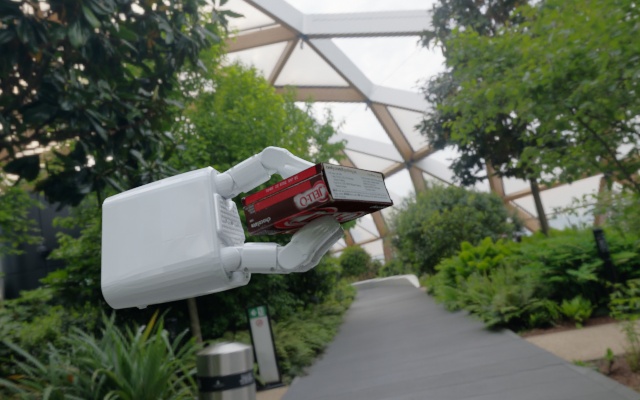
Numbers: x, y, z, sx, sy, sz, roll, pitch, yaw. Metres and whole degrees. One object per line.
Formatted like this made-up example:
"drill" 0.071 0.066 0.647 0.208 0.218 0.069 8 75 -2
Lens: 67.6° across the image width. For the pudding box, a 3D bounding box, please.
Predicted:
"pudding box" 0.000 0.001 0.429 0.090 0.039 0.113 -21 -11 32
